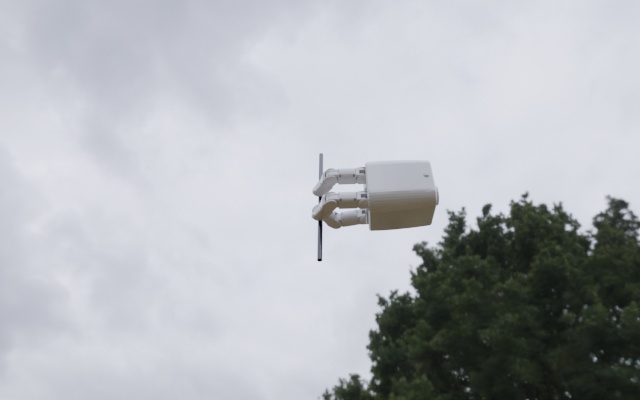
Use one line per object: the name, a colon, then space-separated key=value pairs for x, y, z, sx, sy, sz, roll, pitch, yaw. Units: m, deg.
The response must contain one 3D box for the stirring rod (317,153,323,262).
stirring rod: x=0.000 y=0.003 z=0.804 sx=0.011 sy=0.239 sz=0.011 roll=0 pitch=-43 yaw=0
